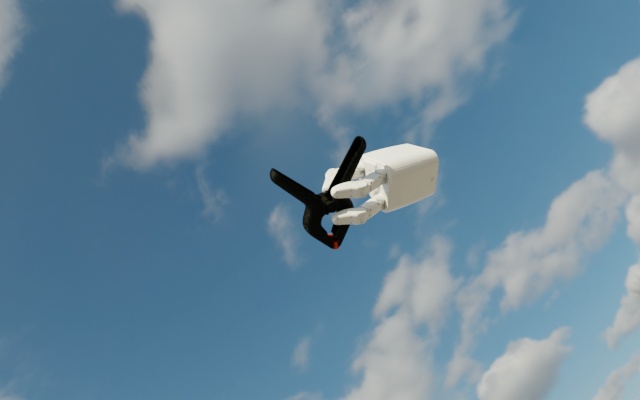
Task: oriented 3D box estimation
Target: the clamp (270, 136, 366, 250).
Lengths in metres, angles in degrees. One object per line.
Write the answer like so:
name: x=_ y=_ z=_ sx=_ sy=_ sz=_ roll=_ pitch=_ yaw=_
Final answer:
clamp: x=0.000 y=0.003 z=0.800 sx=0.164 sy=0.210 sz=0.036 roll=-16 pitch=39 yaw=-18
